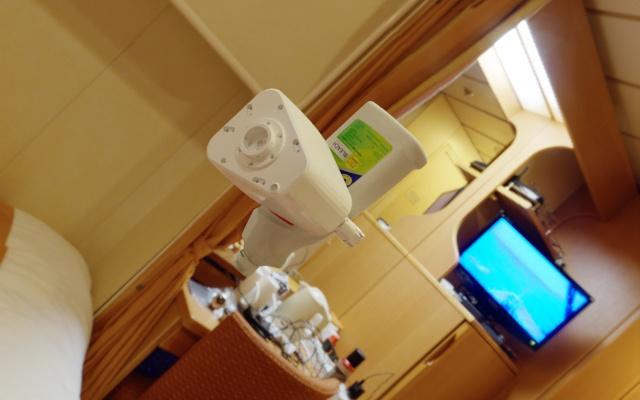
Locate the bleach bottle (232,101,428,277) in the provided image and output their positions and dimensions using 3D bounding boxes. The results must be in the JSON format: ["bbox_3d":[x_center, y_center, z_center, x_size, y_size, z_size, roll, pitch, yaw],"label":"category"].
[{"bbox_3d":[0.000,0.002,0.565,0.102,0.251,0.068,48,2,32],"label":"bleach bottle"}]
